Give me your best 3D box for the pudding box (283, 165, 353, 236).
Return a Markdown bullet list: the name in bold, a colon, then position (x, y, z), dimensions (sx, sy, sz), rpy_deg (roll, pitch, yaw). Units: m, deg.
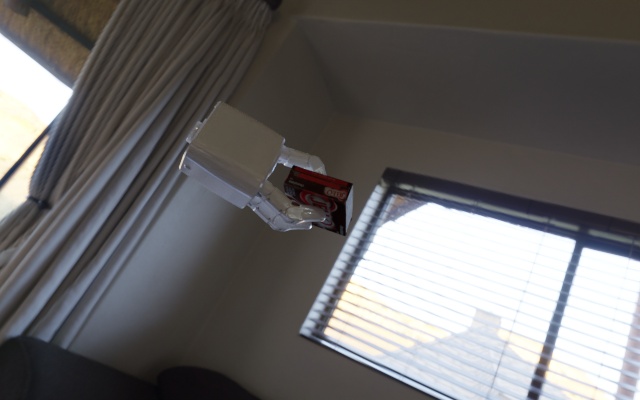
- **pudding box**: position (0.000, 0.002, 0.684), dimensions (0.090, 0.039, 0.113), rpy_deg (19, -22, 13)
